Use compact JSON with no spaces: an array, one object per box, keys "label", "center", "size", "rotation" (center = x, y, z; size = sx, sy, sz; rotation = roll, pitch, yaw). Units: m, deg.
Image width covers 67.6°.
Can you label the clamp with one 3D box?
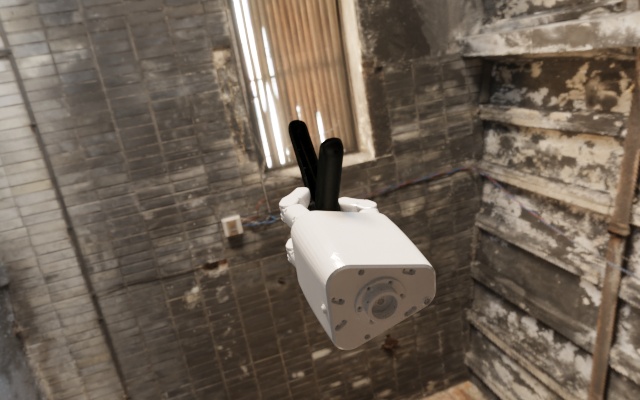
[{"label":"clamp","center":[0.001,0.002,0.594],"size":[0.036,0.210,0.164],"rotation":[-13,26,-12]}]
